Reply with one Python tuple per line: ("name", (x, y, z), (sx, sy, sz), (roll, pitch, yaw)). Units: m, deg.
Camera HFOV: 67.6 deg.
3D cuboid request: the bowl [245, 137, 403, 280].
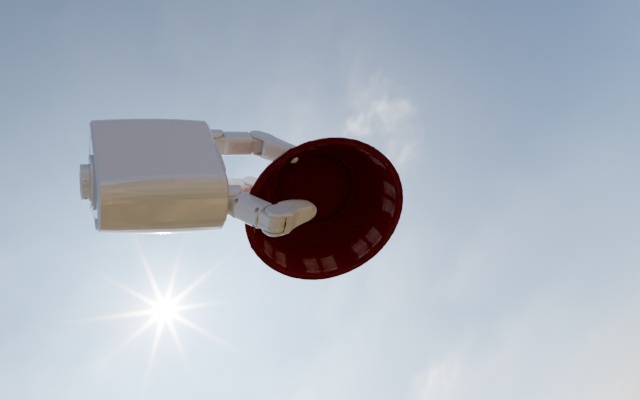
("bowl", (0.001, 0.002, 0.491), (0.162, 0.162, 0.055), (0, 29, -16))
